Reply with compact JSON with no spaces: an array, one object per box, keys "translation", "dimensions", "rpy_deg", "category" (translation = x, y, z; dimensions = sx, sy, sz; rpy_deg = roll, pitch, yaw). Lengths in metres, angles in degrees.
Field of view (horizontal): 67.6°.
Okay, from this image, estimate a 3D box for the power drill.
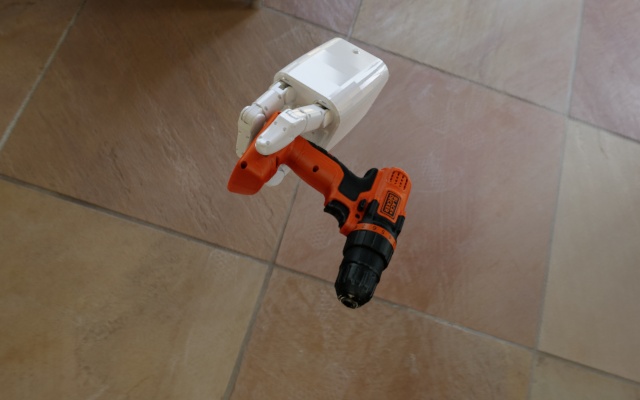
[{"translation":[0.000,0.001,0.509],"dimensions":[0.187,0.184,0.057],"rpy_deg":[32,-41,-6],"category":"power drill"}]
